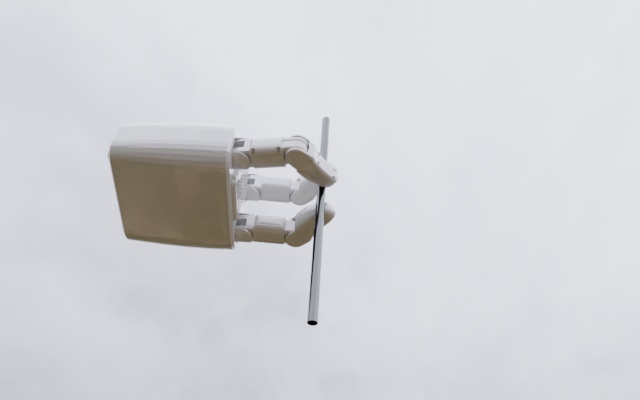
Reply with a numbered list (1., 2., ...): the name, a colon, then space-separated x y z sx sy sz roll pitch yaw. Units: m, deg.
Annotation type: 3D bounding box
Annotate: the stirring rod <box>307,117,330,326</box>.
1. stirring rod: 0.000 0.001 0.429 0.011 0.239 0.011 2 -43 2
